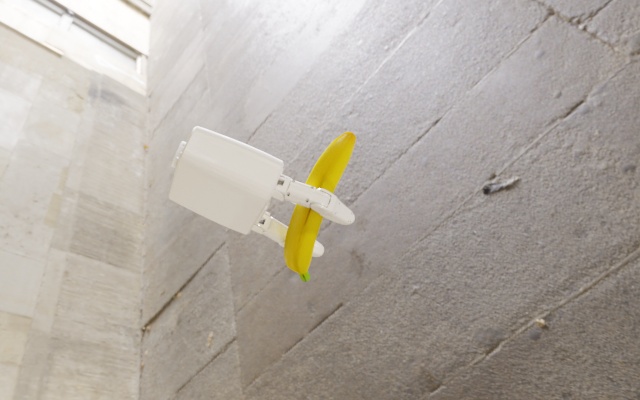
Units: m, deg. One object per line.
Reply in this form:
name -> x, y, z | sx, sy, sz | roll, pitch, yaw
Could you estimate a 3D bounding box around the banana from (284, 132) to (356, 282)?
banana -> -0.005, 0.004, 0.577 | 0.037, 0.198, 0.069 | 21, 3, 13
